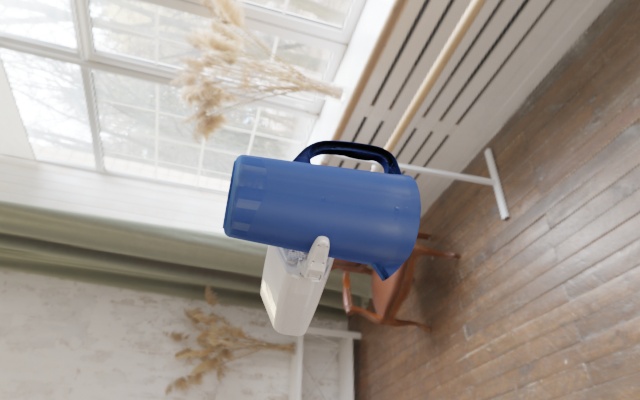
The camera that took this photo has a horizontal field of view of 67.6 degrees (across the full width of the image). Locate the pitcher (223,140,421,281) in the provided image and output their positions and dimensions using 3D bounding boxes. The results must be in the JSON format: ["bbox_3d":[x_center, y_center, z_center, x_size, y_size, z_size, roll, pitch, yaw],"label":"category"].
[{"bbox_3d":[0.000,0.002,0.639,0.243,0.145,0.149,10,26,-12],"label":"pitcher"}]
